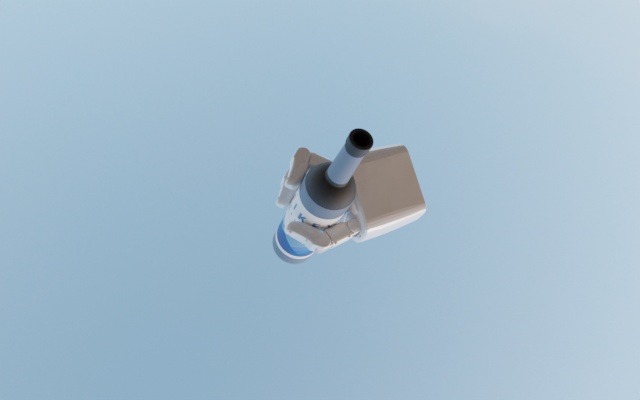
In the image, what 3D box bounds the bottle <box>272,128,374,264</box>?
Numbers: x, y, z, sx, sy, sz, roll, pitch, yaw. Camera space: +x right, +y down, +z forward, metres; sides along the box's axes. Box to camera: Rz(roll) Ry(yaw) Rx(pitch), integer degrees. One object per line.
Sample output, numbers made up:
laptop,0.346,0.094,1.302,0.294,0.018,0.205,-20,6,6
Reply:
bottle,0.000,0.002,0.616,0.069,0.069,0.296,0,-26,-19
